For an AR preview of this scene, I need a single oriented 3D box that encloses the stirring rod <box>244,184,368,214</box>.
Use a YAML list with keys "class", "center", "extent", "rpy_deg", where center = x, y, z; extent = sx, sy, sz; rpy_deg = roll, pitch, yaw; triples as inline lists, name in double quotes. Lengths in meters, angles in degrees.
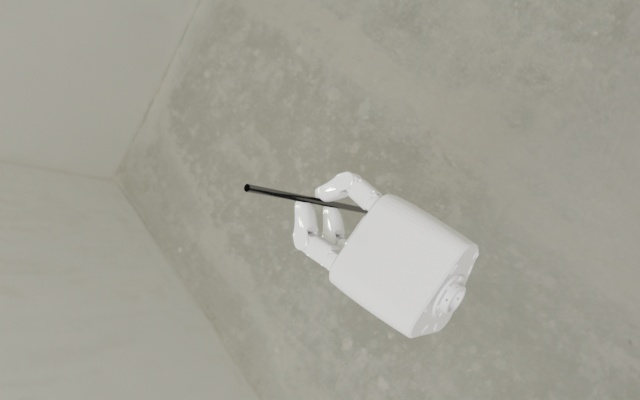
- class: "stirring rod"
  center: [0.000, 0.002, 0.561]
  extent: [0.011, 0.011, 0.239]
  rpy_deg: [0, -7, 37]
